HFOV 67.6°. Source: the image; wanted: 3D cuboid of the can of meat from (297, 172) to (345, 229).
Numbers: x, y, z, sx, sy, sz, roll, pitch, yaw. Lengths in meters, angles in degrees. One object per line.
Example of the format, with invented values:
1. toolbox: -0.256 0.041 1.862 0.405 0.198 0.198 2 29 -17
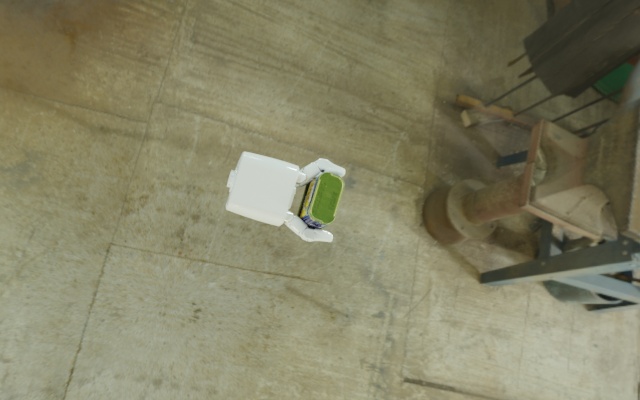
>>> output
1. can of meat: 0.000 0.003 0.897 0.057 0.102 0.084 20 -16 -12
